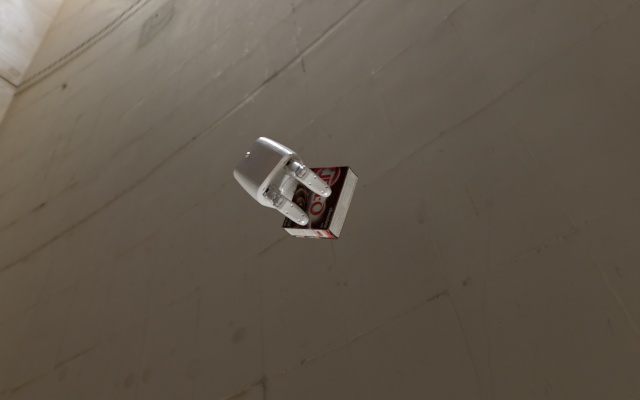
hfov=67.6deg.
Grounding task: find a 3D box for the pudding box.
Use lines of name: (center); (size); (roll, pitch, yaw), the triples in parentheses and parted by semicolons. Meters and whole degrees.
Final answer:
pudding box: (0.000, 0.002, 0.739); (0.090, 0.113, 0.039); (-1, -27, 38)
